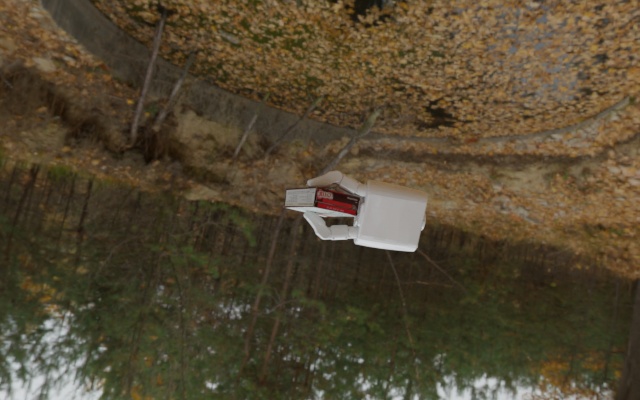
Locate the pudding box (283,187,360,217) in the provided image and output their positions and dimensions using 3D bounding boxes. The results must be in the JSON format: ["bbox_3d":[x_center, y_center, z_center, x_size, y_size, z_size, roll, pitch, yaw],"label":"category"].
[{"bbox_3d":[0.000,0.003,0.832,0.090,0.039,0.113,14,-10,-31],"label":"pudding box"}]
